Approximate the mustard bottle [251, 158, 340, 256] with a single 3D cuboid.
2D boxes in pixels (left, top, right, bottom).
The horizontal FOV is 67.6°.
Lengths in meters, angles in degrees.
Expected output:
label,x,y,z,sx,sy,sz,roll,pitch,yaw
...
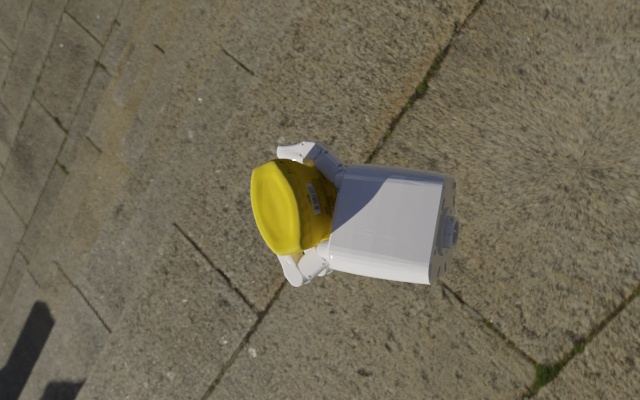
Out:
label,x,y,z,sx,sy,sz,roll,pitch,yaw
mustard bottle,0.000,0.002,0.550,0.058,0.096,0.191,-21,-6,28
